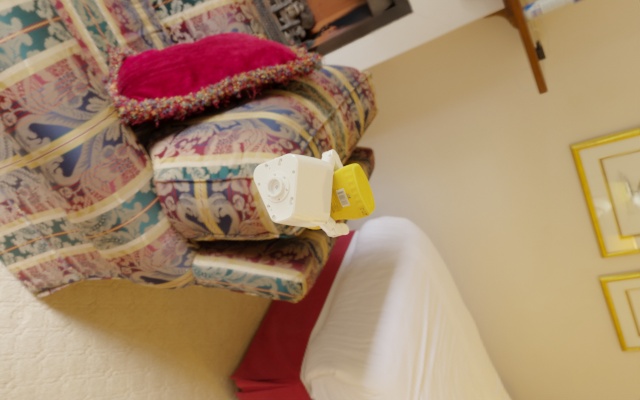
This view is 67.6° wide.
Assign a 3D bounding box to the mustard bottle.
[{"bbox_3d":[0.001,0.003,0.893,0.191,0.096,0.058,-17,11,30],"label":"mustard bottle"}]
